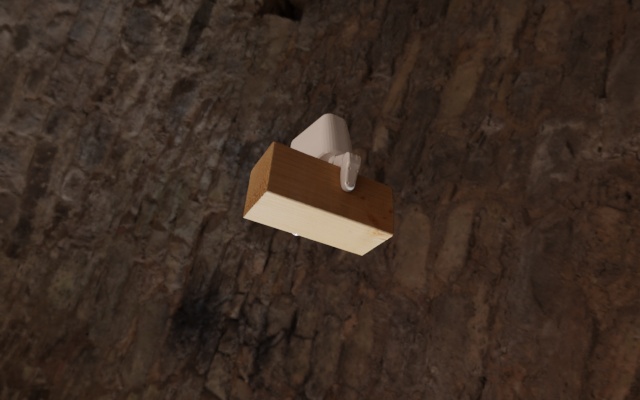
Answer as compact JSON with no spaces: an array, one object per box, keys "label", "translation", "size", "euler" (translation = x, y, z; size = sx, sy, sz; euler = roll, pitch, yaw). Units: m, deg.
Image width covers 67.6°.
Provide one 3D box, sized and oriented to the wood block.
[{"label":"wood block","translation":[0.000,0.002,0.724],"size":[0.206,0.090,0.091],"euler":[19,-35,-22]}]
